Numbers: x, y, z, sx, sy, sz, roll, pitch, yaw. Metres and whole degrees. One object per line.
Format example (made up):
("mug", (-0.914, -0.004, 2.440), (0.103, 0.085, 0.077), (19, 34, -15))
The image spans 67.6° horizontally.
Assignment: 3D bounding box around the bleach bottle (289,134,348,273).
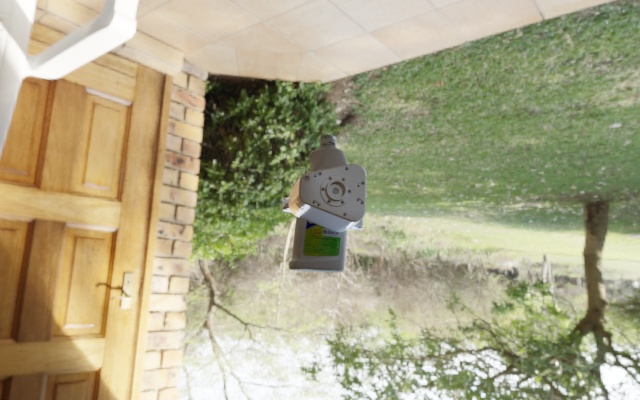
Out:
("bleach bottle", (0.000, 0.003, 0.871), (0.102, 0.250, 0.068), (4, -10, -10))
